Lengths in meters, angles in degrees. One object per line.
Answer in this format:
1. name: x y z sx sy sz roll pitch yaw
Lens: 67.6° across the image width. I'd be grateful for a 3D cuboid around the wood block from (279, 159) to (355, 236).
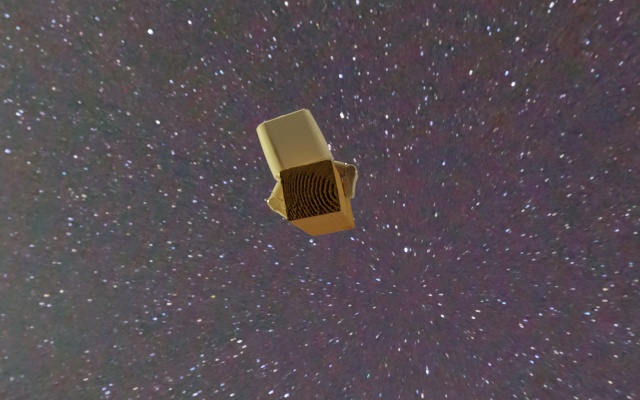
1. wood block: 0.000 0.002 0.862 0.091 0.090 0.206 -12 -12 8
